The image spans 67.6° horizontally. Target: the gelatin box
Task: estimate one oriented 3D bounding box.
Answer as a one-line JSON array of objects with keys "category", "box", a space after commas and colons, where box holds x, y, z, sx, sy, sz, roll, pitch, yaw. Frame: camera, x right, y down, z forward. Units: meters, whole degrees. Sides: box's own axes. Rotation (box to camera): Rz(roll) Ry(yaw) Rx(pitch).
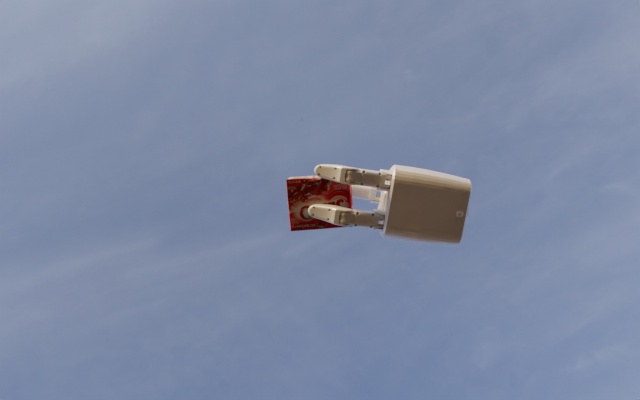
[{"category": "gelatin box", "box": [0.000, 0.002, 0.662, 0.089, 0.073, 0.030, -4, 8, 7]}]
